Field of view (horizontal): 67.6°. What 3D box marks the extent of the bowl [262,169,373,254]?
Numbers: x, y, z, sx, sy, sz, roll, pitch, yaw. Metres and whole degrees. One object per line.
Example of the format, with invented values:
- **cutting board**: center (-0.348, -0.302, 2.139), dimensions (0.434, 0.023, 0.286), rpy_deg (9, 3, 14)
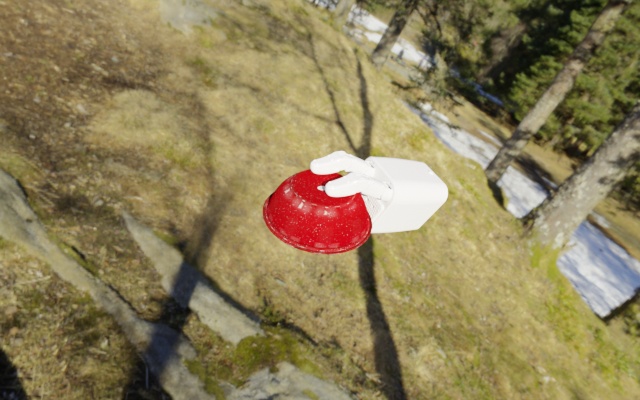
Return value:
- **bowl**: center (-0.001, 0.002, 0.678), dimensions (0.162, 0.055, 0.162), rpy_deg (7, 37, -5)
